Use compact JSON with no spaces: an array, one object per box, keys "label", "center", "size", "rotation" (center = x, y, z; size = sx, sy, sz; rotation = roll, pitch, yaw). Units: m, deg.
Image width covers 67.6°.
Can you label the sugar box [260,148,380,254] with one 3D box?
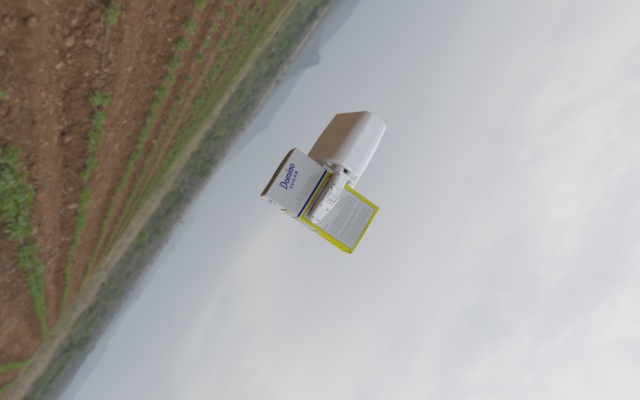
[{"label":"sugar box","center":[0.000,0.003,0.779],"size":[0.176,0.093,0.048],"rotation":[35,-12,-13]}]
